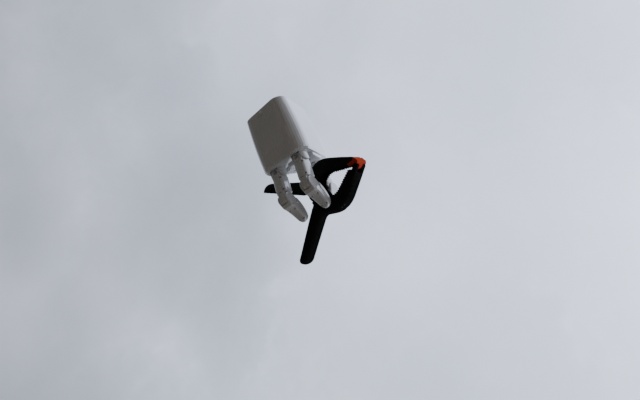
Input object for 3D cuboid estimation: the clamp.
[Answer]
[{"bbox_3d":[0.001,0.002,0.809,0.210,0.164,0.036,-34,-17,34],"label":"clamp"}]
